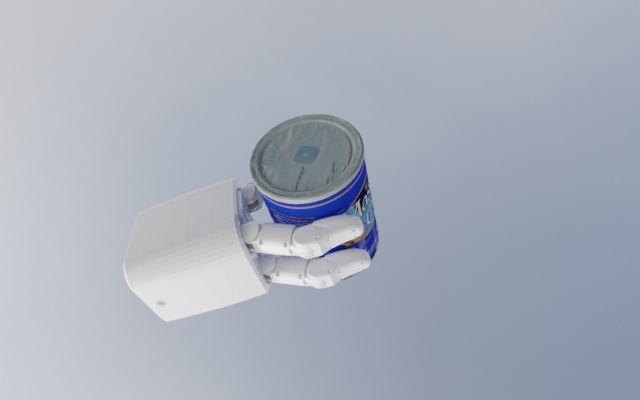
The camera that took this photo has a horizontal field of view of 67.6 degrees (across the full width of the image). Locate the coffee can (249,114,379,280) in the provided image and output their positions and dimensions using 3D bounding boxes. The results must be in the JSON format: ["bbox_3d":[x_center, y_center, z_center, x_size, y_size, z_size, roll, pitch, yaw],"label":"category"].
[{"bbox_3d":[0.000,0.001,0.470,0.103,0.102,0.140,0,-38,14],"label":"coffee can"}]
